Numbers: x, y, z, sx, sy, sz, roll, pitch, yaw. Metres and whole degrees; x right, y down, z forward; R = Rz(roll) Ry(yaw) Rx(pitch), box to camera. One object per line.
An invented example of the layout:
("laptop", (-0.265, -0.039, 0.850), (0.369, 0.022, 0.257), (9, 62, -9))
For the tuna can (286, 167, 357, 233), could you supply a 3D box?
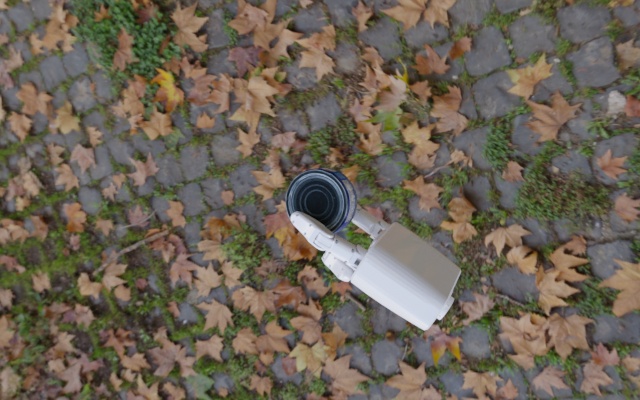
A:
("tuna can", (0.000, 0.002, 0.596), (0.086, 0.086, 0.034), (0, 5, 22))
